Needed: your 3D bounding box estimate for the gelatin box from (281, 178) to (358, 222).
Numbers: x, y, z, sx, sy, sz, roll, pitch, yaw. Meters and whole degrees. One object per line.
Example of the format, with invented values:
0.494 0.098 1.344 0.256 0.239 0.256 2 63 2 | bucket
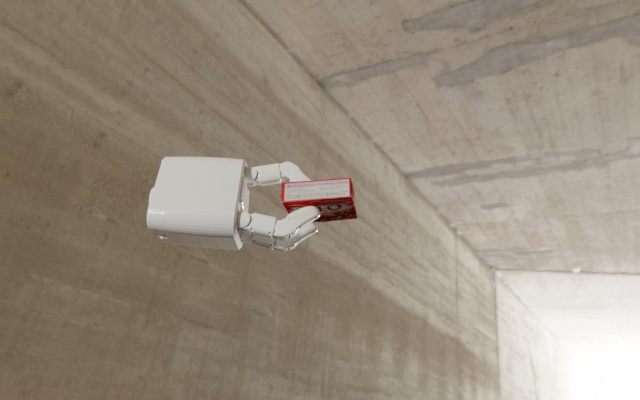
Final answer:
0.000 0.002 0.609 0.089 0.030 0.073 -5 -24 8 | gelatin box
